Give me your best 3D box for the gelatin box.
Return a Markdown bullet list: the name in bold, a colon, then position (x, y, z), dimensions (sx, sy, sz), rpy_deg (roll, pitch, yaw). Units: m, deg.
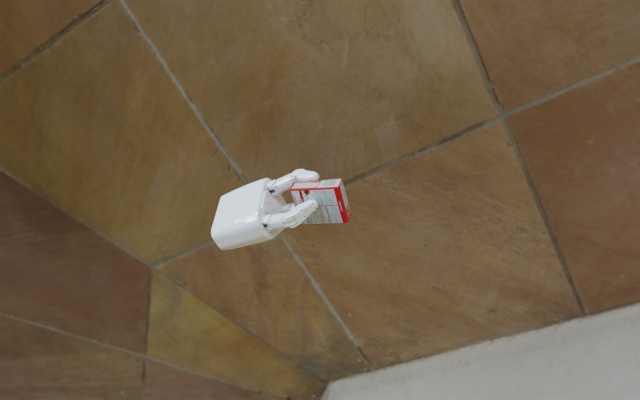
- **gelatin box**: position (0.000, 0.003, 0.800), dimensions (0.089, 0.073, 0.030), rpy_deg (-2, 33, 22)
